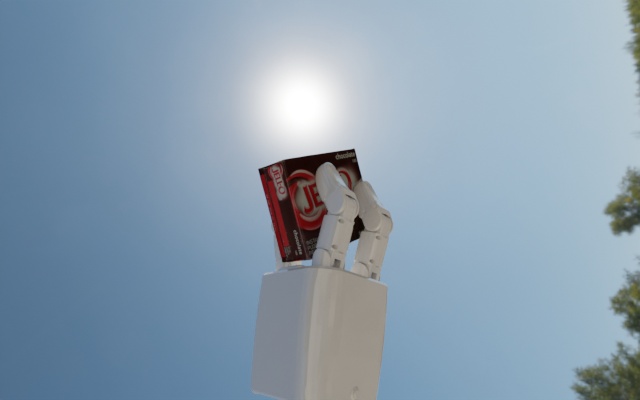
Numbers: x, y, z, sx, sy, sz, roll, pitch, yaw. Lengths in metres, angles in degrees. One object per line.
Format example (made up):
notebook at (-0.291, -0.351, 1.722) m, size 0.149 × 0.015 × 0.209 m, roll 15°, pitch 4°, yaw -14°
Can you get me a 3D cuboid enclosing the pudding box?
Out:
pudding box at (0.000, 0.002, 0.458) m, size 0.039 × 0.090 × 0.113 m, roll -12°, pitch 2°, yaw 38°
